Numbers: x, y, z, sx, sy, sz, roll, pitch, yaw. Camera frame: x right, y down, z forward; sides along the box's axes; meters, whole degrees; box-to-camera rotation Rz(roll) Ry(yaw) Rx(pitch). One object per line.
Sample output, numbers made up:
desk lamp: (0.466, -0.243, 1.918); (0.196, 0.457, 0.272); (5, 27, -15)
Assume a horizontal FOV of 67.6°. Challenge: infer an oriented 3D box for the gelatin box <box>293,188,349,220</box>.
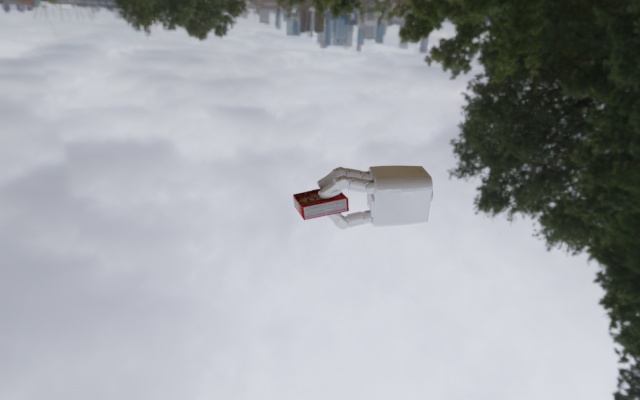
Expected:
gelatin box: (0.000, 0.003, 0.887); (0.089, 0.030, 0.073); (-12, 22, -13)
